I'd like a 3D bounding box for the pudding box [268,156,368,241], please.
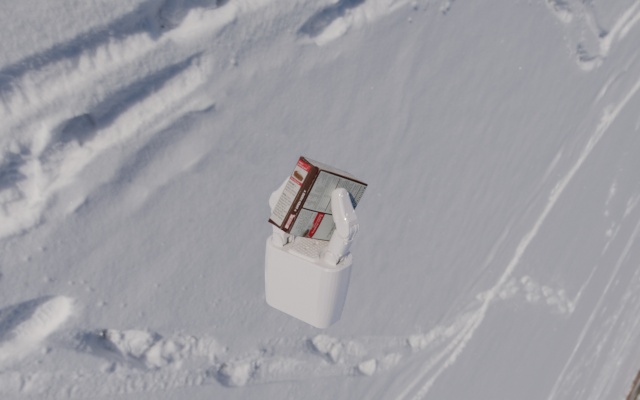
[{"bbox_3d":[0.000,0.002,0.593,0.039,0.090,0.113,33,11,34],"label":"pudding box"}]
